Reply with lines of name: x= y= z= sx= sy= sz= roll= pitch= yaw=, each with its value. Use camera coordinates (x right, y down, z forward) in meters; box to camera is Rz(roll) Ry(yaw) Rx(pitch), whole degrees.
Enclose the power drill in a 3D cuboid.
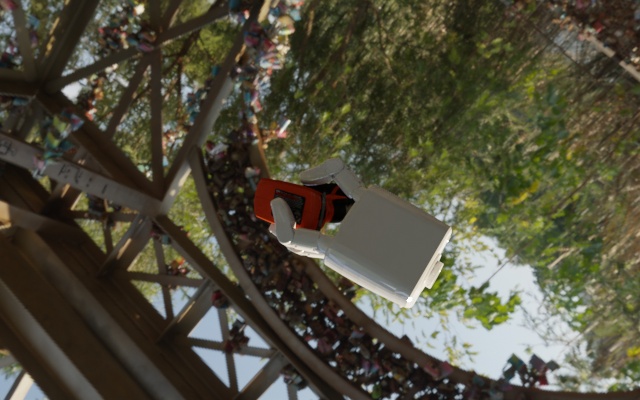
power drill: x=0.000 y=0.002 z=0.665 sx=0.184 sy=0.057 sz=0.187 roll=14 pitch=9 yaw=38
